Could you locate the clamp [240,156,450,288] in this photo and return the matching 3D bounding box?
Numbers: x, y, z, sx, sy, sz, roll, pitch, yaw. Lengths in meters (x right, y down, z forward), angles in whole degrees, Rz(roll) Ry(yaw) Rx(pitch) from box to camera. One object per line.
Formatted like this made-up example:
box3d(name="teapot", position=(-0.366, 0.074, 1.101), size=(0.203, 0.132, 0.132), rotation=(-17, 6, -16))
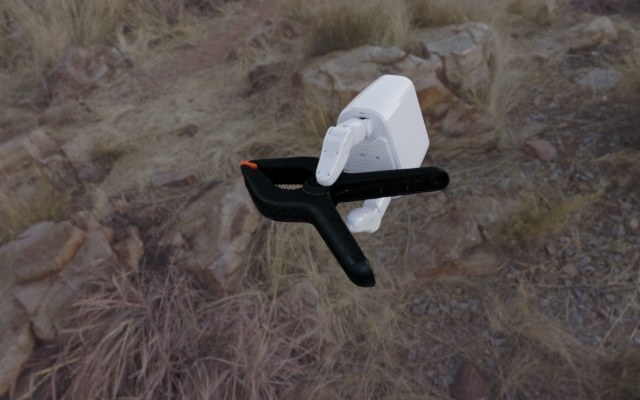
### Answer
box3d(name="clamp", position=(0.000, 0.001, 0.461), size=(0.210, 0.036, 0.164), rotation=(13, 40, 25))
